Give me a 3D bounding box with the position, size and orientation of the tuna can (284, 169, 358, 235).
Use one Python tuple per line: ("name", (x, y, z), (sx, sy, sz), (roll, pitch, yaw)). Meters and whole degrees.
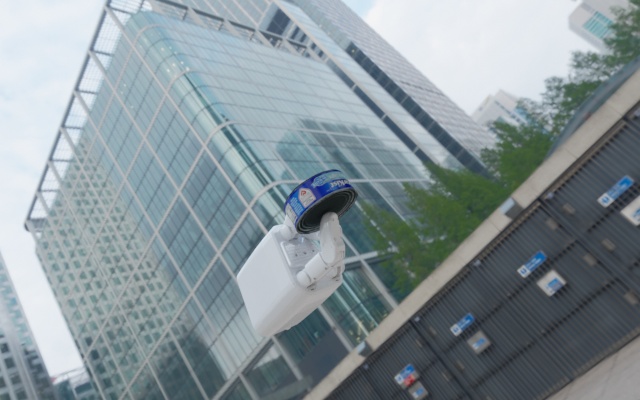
("tuna can", (0.000, 0.001, 0.571), (0.086, 0.033, 0.086), (-29, -22, -13))
